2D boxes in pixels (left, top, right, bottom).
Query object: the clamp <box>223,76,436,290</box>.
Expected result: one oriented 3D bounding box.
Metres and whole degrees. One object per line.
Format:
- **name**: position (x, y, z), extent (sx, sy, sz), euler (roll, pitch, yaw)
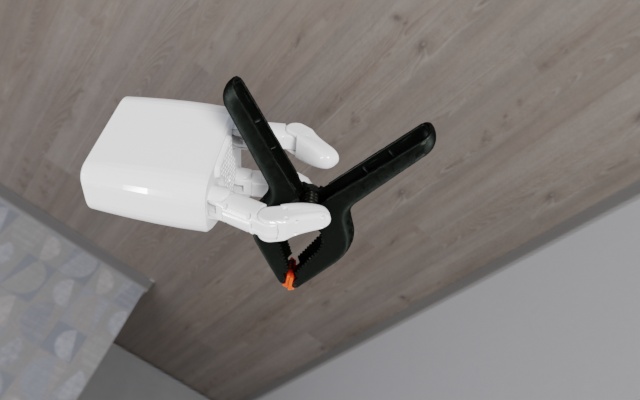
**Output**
- **clamp**: position (0.000, 0.002, 0.415), extent (0.164, 0.210, 0.036), euler (8, 39, 2)
